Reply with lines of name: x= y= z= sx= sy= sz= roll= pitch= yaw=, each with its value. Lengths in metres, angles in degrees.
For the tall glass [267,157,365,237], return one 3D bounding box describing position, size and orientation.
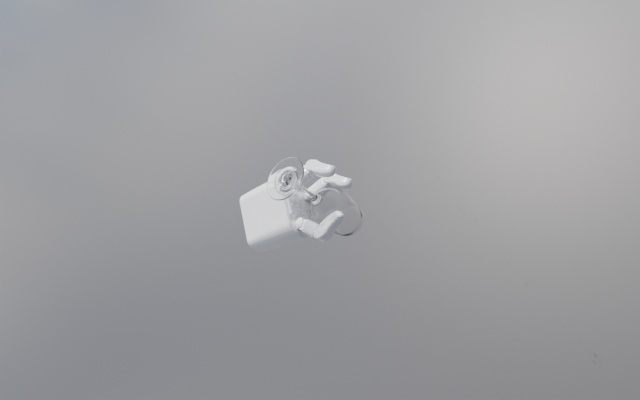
tall glass: x=0.000 y=0.002 z=0.824 sx=0.079 sy=0.079 sz=0.201 roll=0 pitch=-22 yaw=38
